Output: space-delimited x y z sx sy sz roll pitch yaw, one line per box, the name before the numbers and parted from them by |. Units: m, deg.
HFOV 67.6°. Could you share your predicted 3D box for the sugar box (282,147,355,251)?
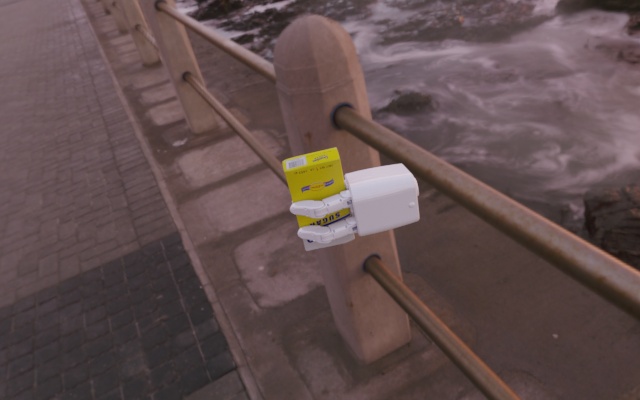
sugar box | 0.000 0.003 0.814 0.093 0.176 0.048 -13 34 1
